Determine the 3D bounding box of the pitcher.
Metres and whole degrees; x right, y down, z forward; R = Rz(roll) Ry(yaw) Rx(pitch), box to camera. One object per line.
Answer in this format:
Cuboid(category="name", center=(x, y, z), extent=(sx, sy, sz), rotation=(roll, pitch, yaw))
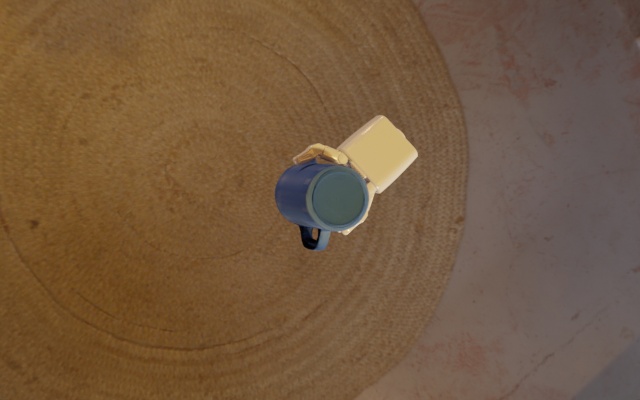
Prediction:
Cuboid(category="pitcher", center=(0.000, 0.003, 0.878), extent=(0.145, 0.149, 0.243), rotation=(-43, 12, -9))
